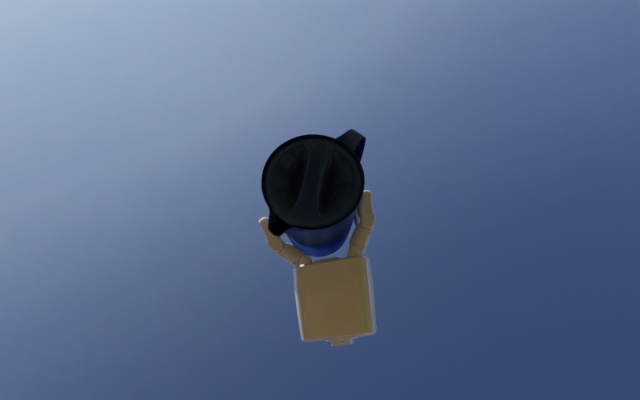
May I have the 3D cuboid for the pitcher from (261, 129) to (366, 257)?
[{"bbox_3d":[0.000,0.003,0.722,0.149,0.145,0.243,-8,-18,-1],"label":"pitcher"}]
